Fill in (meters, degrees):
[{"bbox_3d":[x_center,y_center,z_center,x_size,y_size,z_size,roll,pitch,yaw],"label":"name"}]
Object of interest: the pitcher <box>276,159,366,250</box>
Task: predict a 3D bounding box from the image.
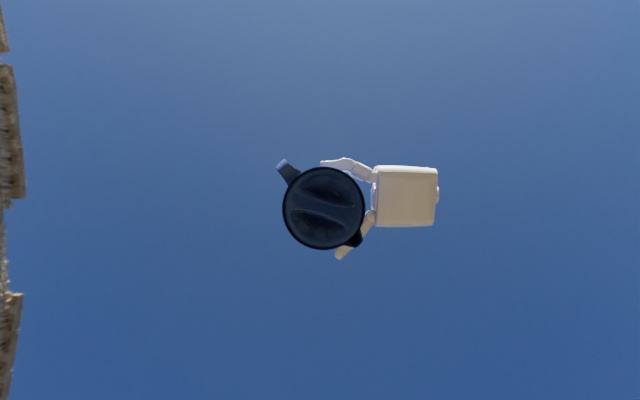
[{"bbox_3d":[0.000,0.003,0.869,0.145,0.149,0.243,-1,1,1],"label":"pitcher"}]
